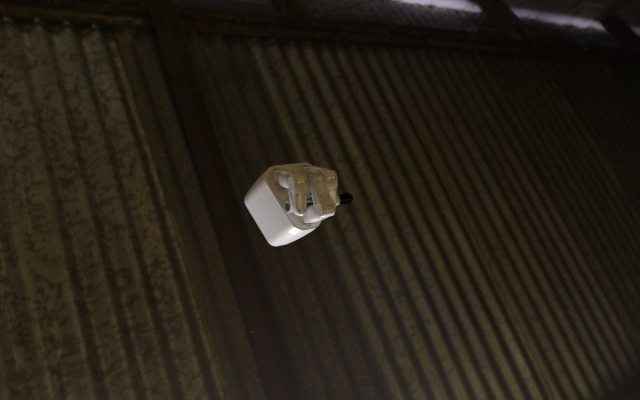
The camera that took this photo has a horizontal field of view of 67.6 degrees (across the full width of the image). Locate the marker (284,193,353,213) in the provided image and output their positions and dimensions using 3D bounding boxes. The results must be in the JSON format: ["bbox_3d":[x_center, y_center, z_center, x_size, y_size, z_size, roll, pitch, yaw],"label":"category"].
[{"bbox_3d":[0.000,0.002,0.742,0.121,0.020,0.020,-8,4,-33],"label":"marker"}]
